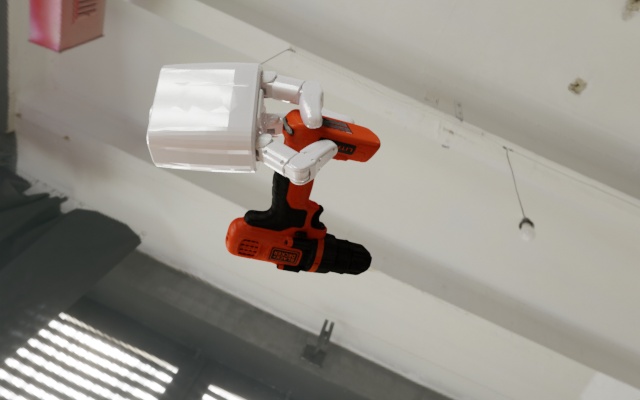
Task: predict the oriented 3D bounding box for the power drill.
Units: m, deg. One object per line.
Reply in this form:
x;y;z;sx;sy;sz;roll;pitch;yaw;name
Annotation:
0.000;0.001;0.550;0.184;0.188;0.057;12;24;-20;power drill
